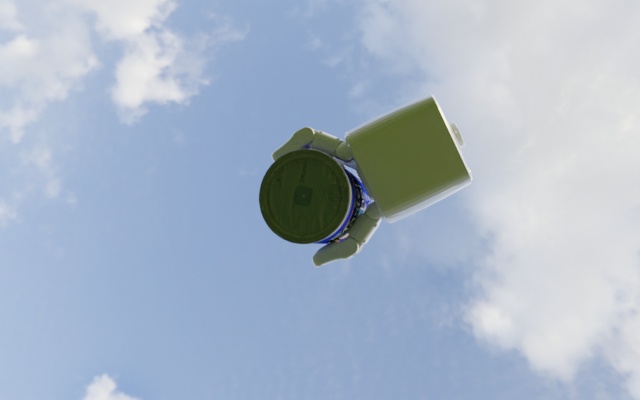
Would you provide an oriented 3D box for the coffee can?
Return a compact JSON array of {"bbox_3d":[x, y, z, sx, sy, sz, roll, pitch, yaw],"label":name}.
[{"bbox_3d":[0.000,0.002,0.574,0.103,0.103,0.140,0,-5,16],"label":"coffee can"}]
